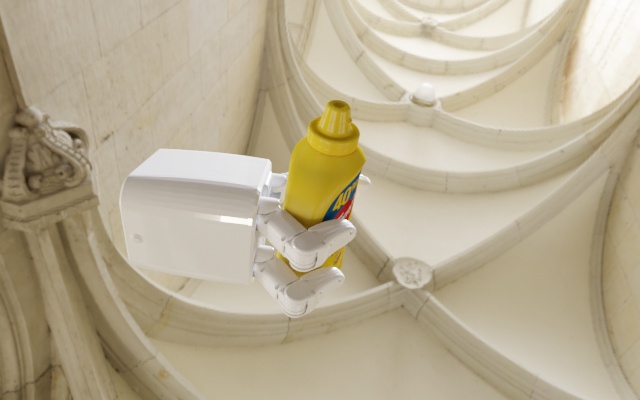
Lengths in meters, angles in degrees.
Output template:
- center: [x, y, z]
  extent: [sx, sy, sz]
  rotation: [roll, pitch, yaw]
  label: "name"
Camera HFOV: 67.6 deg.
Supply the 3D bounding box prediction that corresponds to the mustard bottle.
- center: [0.000, 0.002, 0.418]
  extent: [0.058, 0.192, 0.096]
  rotation: [23, 41, 16]
  label: "mustard bottle"
